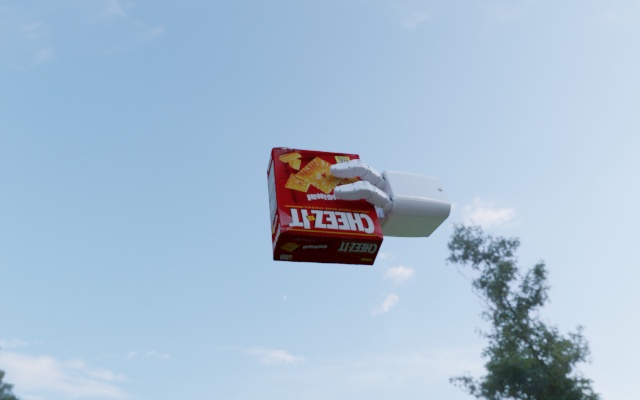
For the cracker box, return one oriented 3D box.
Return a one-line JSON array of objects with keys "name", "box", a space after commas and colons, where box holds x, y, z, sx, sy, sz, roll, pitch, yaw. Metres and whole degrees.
[{"name": "cracker box", "box": [0.000, 0.003, 0.795, 0.164, 0.072, 0.213, 4, 41, -14]}]
